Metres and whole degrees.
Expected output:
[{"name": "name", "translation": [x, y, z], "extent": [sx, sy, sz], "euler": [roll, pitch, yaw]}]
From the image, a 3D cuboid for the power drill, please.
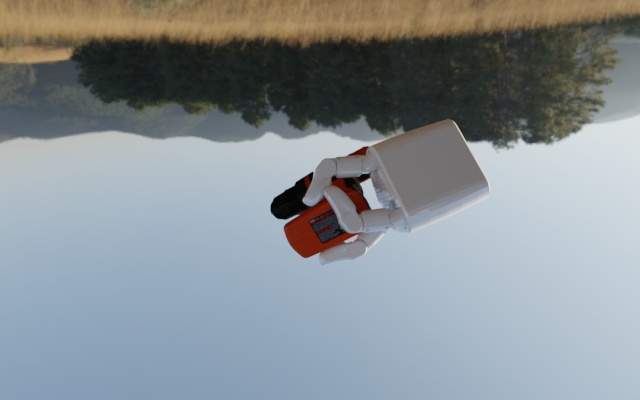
[{"name": "power drill", "translation": [0.000, 0.002, 0.648], "extent": [0.184, 0.057, 0.187], "euler": [-30, 19, 15]}]
